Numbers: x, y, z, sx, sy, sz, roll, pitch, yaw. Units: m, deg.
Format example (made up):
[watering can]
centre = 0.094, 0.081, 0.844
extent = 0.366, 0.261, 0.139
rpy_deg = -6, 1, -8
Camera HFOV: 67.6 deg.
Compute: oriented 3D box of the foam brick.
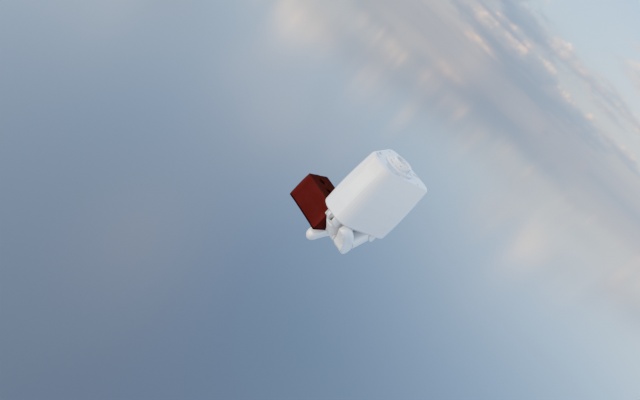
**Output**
[foam brick]
centre = 0.000, 0.002, 0.762
extent = 0.051, 0.078, 0.053
rpy_deg = -48, -29, 24
